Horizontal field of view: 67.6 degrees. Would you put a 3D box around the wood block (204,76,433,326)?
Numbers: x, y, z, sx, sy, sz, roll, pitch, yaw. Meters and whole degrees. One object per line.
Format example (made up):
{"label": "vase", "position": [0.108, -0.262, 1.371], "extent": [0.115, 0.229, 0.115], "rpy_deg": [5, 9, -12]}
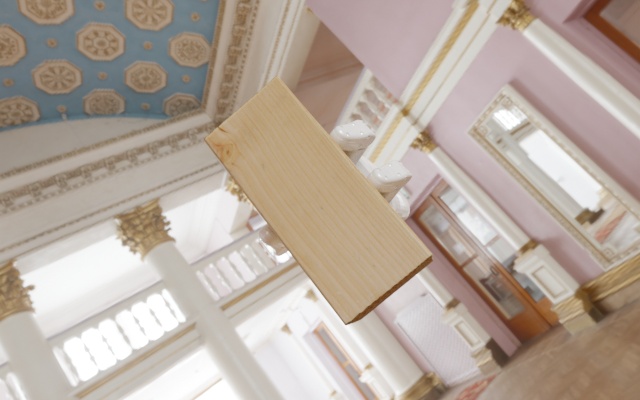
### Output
{"label": "wood block", "position": [0.000, 0.002, 0.439], "extent": [0.091, 0.206, 0.090], "rpy_deg": [-41, -17, 3]}
